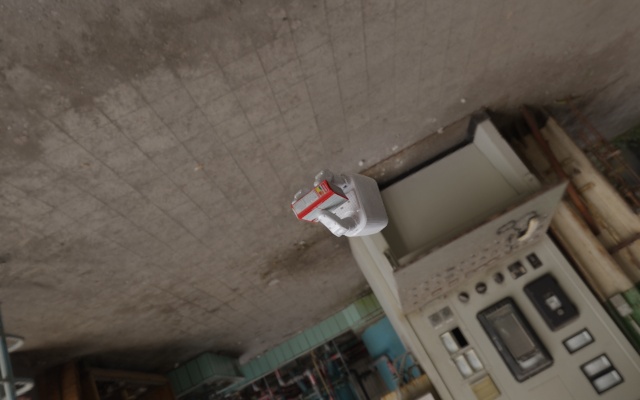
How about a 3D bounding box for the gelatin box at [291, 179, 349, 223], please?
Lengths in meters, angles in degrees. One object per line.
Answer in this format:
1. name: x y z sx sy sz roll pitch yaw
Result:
1. gelatin box: 0.000 0.003 0.799 0.073 0.030 0.089 -36 -17 12
